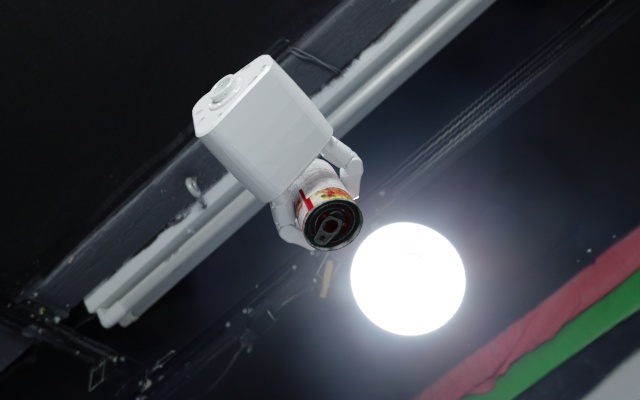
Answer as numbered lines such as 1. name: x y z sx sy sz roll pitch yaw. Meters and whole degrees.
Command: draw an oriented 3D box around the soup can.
1. soup can: 0.000 0.002 0.554 0.068 0.068 0.102 0 31 -19
